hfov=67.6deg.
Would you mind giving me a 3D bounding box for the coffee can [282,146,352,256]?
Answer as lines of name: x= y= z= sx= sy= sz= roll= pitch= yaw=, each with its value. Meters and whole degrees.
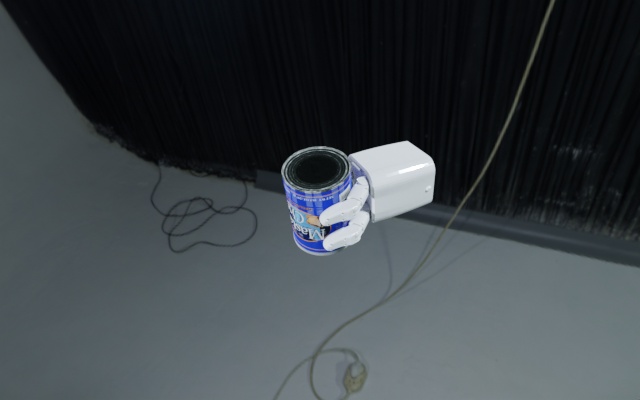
coffee can: x=0.000 y=0.003 z=0.743 sx=0.103 sy=0.140 sz=0.102 roll=-4 pitch=44 yaw=4
